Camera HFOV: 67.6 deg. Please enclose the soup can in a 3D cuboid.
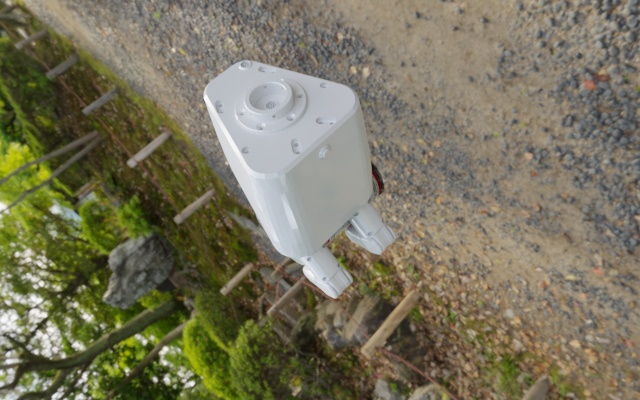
[{"bbox_3d":[0.000,0.002,0.439,0.102,0.068,0.068,-43,16,-18],"label":"soup can"}]
